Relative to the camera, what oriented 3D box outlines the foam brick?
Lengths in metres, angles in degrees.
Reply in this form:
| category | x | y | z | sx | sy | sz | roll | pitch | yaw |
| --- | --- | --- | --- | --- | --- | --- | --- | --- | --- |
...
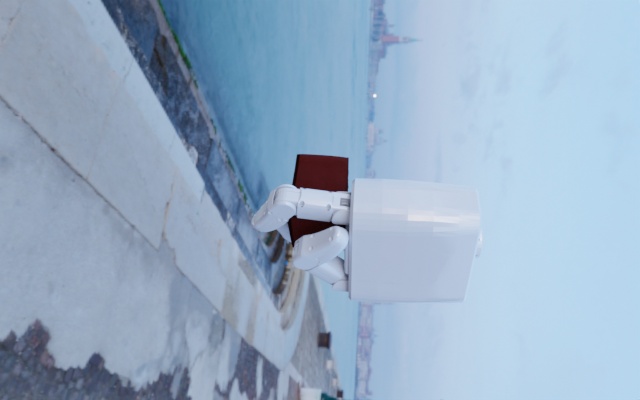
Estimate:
| category | x | y | z | sx | sy | sz | roll | pitch | yaw |
| --- | --- | --- | --- | --- | --- | --- | --- | --- | --- |
| foam brick | 0.000 | 0.001 | 0.457 | 0.051 | 0.078 | 0.053 | 2 | -37 | 6 |
